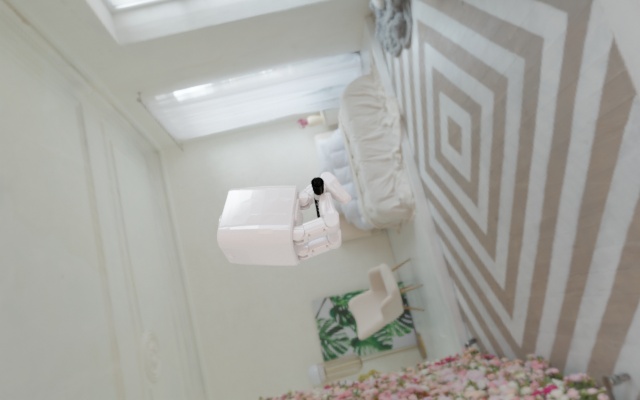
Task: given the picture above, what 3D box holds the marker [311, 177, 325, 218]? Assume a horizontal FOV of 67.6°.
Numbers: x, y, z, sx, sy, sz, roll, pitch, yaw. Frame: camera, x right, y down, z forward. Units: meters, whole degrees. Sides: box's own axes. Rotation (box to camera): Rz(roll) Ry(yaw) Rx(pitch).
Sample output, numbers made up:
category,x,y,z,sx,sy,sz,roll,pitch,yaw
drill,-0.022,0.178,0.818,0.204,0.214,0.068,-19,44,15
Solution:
category,x,y,z,sx,sy,sz,roll,pitch,yaw
marker,0.000,0.002,0.715,0.020,0.020,0.121,0,-30,6
